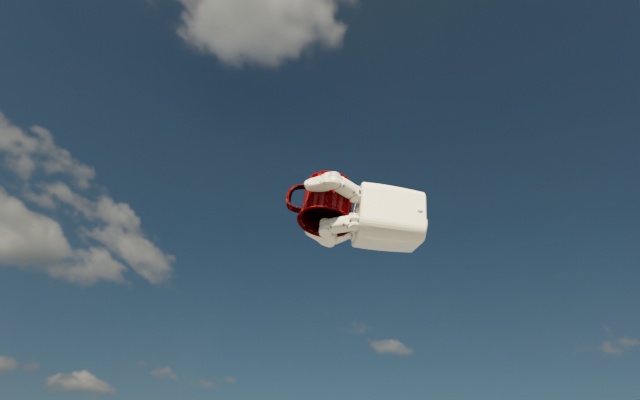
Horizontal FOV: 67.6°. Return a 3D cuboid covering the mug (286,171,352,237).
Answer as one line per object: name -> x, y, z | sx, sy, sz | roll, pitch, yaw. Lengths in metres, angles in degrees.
mug -> -0.001, 0.002, 0.806 | 0.117, 0.081, 0.093 | 9, -35, -1
